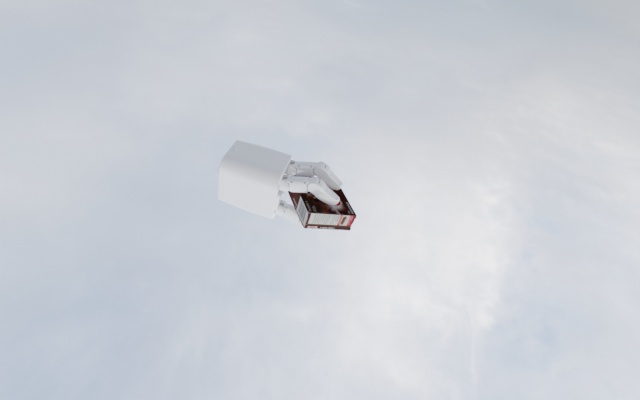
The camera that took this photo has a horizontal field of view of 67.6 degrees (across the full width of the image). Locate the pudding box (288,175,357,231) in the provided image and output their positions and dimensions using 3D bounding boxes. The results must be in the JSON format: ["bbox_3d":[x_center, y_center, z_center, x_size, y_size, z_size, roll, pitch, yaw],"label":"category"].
[{"bbox_3d":[0.000,0.003,0.829,0.090,0.039,0.113,3,37,-24],"label":"pudding box"}]
